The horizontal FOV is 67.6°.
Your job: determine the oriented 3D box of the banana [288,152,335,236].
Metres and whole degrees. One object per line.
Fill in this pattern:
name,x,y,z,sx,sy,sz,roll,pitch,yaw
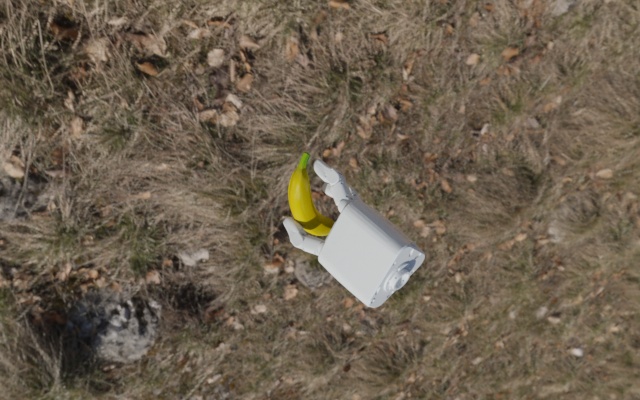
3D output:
banana,-0.014,0.013,0.768,0.037,0.069,0.198,35,-21,33
